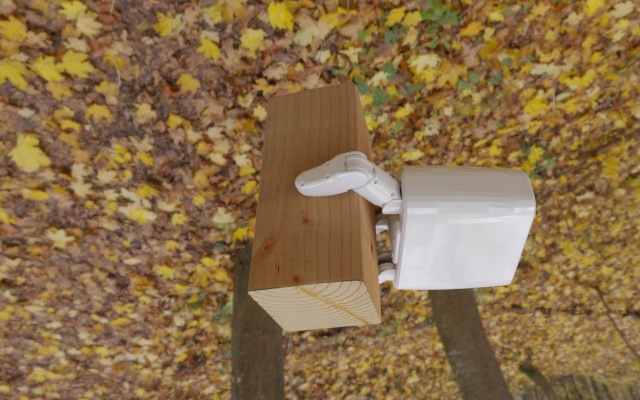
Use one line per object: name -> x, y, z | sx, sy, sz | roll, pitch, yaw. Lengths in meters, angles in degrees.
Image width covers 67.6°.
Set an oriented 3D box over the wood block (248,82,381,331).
wood block -> 0.000, 0.001, 0.438 | 0.090, 0.206, 0.091 | -8, -36, 13
